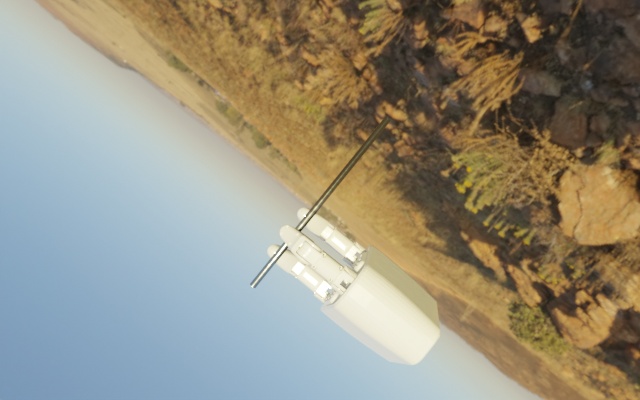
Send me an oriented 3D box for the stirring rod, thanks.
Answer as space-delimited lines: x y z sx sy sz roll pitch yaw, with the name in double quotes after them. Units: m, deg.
0.000 0.002 0.534 0.011 0.239 0.011 39 -2 1 "stirring rod"
